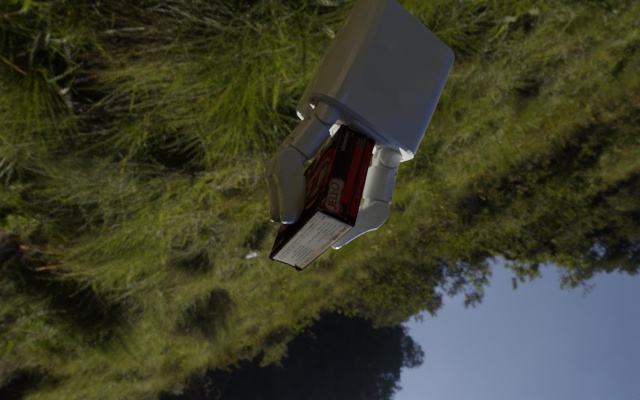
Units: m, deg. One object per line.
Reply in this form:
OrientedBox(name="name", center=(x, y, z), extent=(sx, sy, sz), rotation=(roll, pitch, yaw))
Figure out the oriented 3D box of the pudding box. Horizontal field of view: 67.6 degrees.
OrientedBox(name="pudding box", center=(0.000, 0.001, 0.419), extent=(0.039, 0.090, 0.113), rotation=(25, -35, -10))
